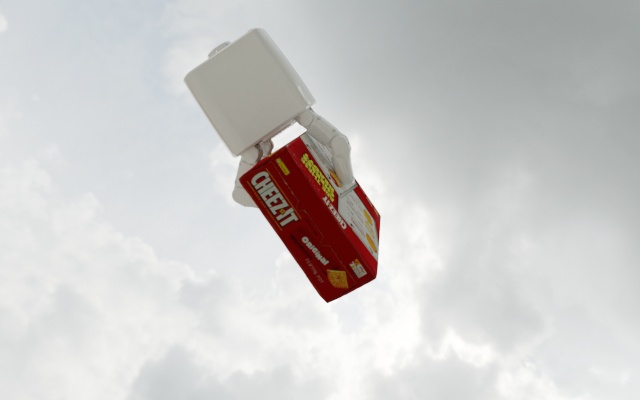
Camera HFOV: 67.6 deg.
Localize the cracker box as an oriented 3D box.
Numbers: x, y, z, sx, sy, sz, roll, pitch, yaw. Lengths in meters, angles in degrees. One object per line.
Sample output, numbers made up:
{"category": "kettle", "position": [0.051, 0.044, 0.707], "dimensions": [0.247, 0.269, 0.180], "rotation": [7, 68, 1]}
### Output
{"category": "cracker box", "position": [0.000, 0.002, 0.578], "dimensions": [0.072, 0.164, 0.213], "rotation": [-33, 8, 15]}
